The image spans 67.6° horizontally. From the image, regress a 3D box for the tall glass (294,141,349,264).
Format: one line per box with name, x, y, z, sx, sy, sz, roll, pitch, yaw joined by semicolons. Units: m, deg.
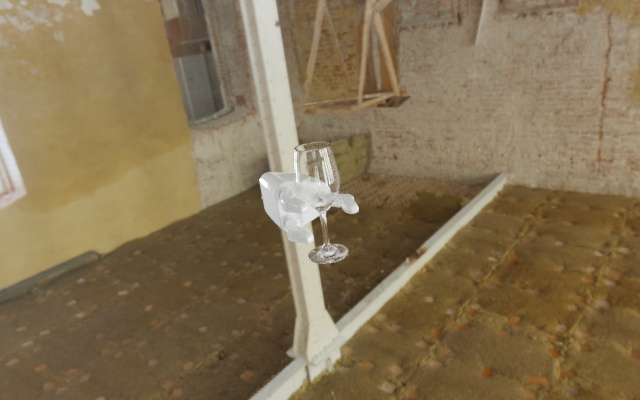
tall glass;0.000;0.003;0.821;0.079;0.201;0.079;-7;20;3
